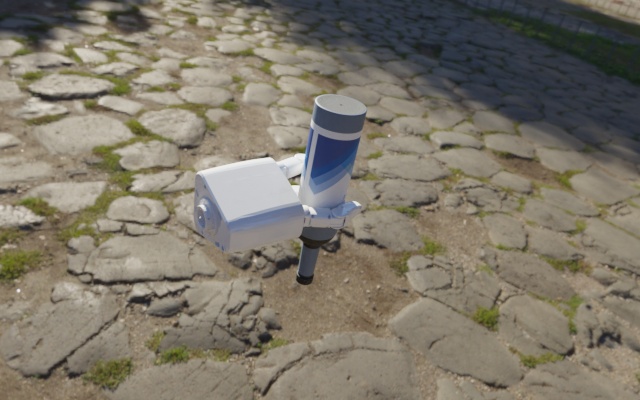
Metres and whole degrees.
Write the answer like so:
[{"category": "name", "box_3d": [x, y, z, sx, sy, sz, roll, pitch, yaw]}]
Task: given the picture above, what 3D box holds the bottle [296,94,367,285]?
[{"category": "bottle", "box_3d": [0.000, 0.002, 0.674, 0.069, 0.296, 0.069, 9, 32, -5]}]
